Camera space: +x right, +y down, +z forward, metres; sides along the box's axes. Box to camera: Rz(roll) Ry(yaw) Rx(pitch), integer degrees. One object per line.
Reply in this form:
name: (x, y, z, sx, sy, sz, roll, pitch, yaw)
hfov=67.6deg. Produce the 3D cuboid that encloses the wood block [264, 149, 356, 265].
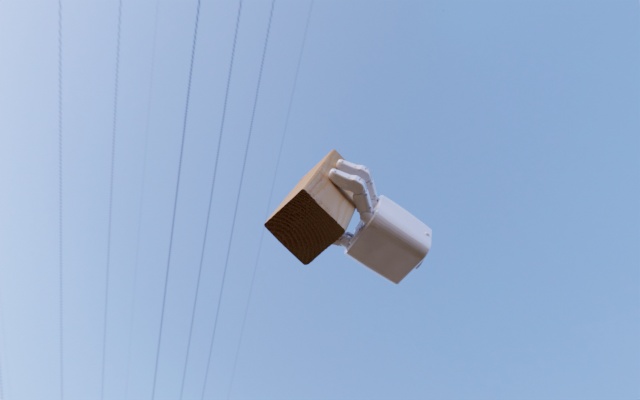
wood block: (0.000, 0.003, 0.773, 0.091, 0.090, 0.206, -43, 6, 25)
